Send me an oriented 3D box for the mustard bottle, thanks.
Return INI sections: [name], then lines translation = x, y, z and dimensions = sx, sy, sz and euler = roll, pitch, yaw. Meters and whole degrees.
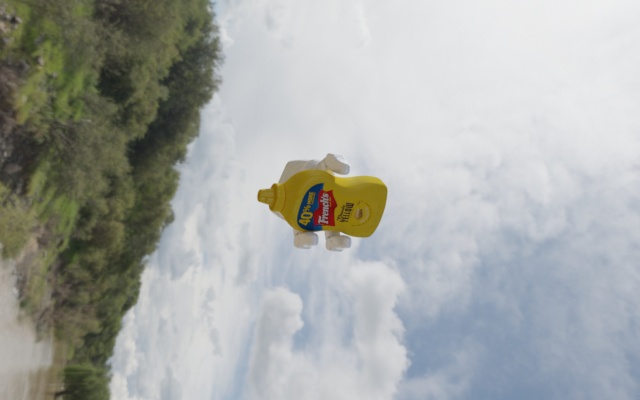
[mustard bottle]
translation = 0.000, 0.002, 0.709
dimensions = 0.191, 0.096, 0.058
euler = 7, 27, -23
